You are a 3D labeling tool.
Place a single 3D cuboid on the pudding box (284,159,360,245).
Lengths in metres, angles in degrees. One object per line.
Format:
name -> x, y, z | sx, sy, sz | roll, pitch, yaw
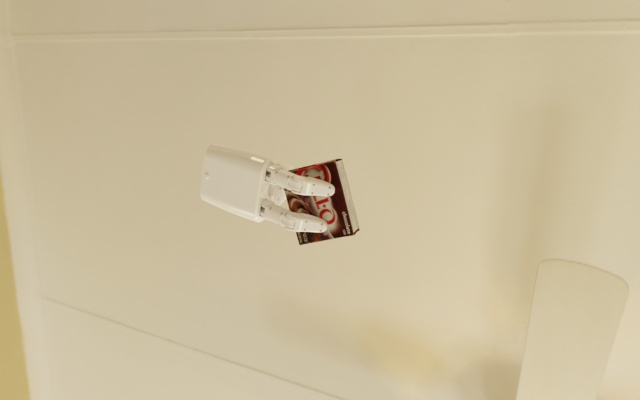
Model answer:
pudding box -> 0.000, 0.002, 0.702 | 0.090, 0.113, 0.039 | -13, 8, 25
